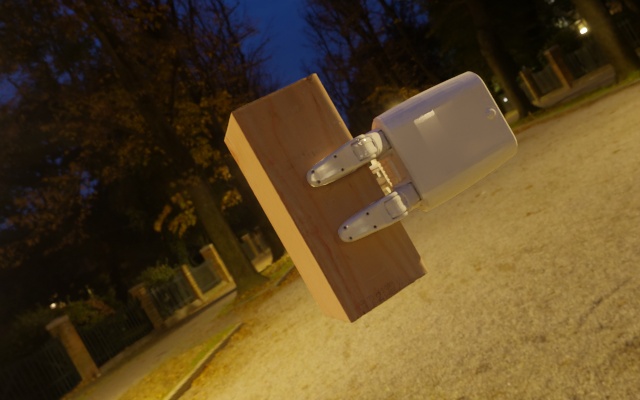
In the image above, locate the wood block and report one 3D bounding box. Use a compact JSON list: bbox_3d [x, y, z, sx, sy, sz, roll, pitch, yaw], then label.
[{"bbox_3d":[0.000,0.001,0.457,0.090,0.206,0.091,-29,0,-17],"label":"wood block"}]
